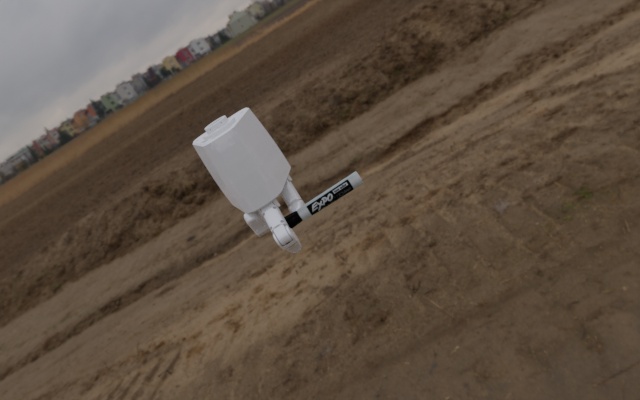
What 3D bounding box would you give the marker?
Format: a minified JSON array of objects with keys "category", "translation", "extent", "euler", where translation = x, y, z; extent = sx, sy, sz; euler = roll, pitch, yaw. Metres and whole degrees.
[{"category":"marker","translation":[0.000,0.002,0.621],"extent":[0.121,0.020,0.020],"euler":[-32,-1,1]}]
